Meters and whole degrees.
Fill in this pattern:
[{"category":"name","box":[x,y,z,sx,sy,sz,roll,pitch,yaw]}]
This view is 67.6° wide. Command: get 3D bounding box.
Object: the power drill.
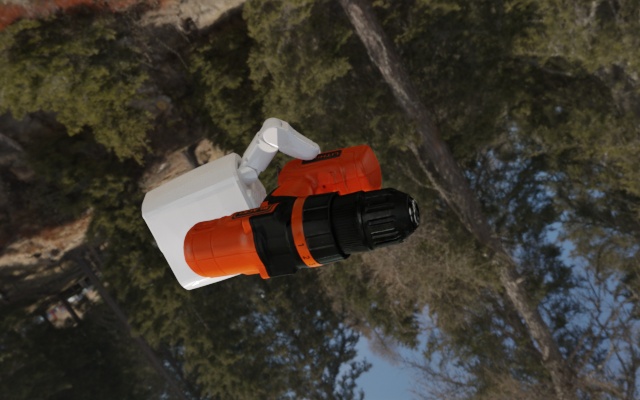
[{"category":"power drill","box":[0.000,0.001,0.413,0.184,0.057,0.187,-10,15,20]}]
